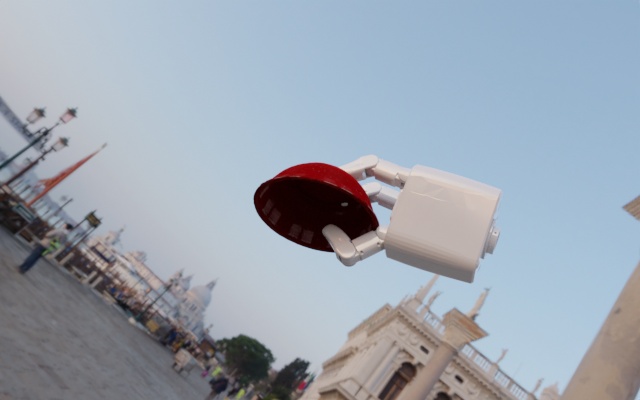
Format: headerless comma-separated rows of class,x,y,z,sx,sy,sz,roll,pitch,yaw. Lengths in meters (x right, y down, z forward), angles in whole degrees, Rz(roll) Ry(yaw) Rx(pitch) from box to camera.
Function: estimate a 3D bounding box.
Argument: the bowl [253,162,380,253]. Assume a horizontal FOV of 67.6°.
bowl,-0.001,0.001,0.603,0.162,0.055,0.162,12,-34,8
